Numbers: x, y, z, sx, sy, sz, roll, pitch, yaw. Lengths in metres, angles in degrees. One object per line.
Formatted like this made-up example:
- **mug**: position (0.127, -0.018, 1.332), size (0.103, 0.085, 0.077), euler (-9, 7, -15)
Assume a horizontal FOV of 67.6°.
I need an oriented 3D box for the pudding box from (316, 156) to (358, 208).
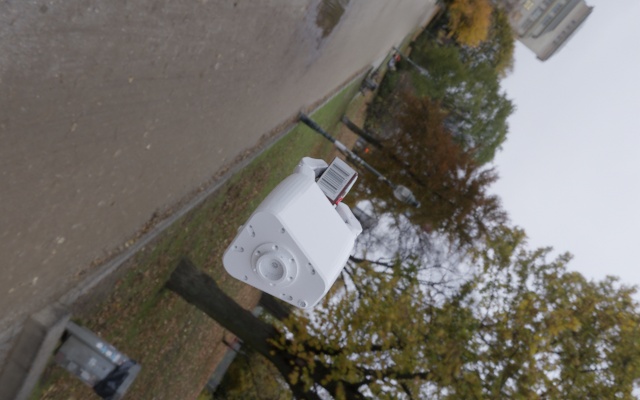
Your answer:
- **pudding box**: position (0.000, 0.002, 0.622), size (0.039, 0.113, 0.090), euler (40, -2, 3)
